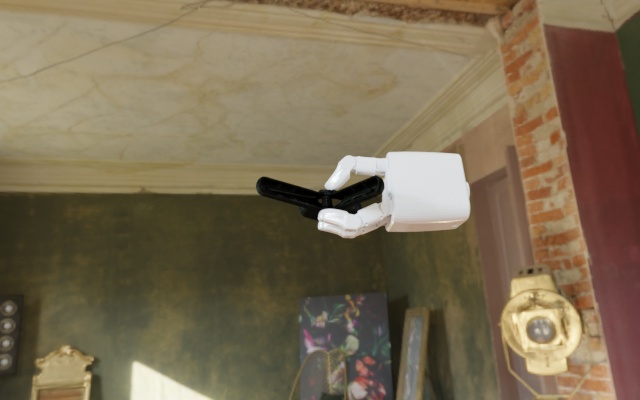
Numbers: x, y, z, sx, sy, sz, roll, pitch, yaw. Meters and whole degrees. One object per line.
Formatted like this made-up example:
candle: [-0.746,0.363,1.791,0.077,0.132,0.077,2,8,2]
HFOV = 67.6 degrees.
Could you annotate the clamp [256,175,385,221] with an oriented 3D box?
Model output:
clamp: [0.000,0.002,0.691,0.164,0.036,0.210,3,-14,2]
